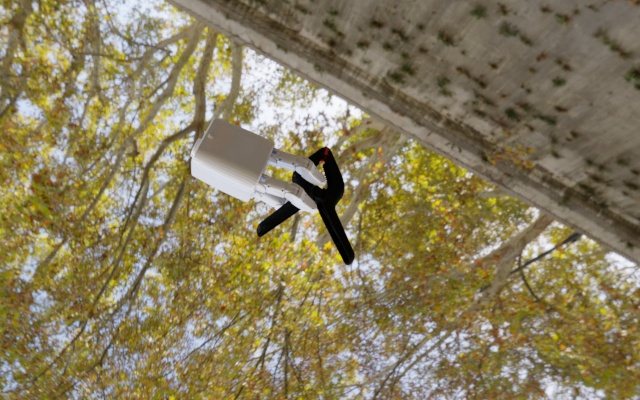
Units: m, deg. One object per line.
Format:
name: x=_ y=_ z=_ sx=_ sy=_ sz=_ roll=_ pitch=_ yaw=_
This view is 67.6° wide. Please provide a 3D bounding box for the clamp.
clamp: x=0.000 y=0.002 z=0.803 sx=0.164 sy=0.209 sz=0.036 roll=26 pitch=-34 yaw=-11
